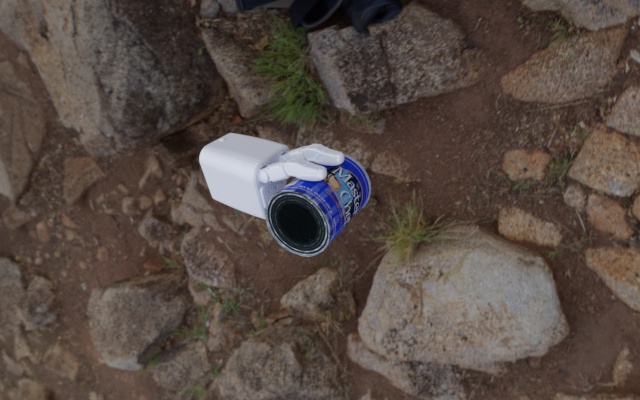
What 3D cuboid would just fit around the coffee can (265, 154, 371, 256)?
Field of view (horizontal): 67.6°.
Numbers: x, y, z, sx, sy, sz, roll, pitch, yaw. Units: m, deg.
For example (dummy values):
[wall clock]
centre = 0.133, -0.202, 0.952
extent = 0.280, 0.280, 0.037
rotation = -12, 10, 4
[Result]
[coffee can]
centre = 0.000, 0.002, 0.700
extent = 0.103, 0.103, 0.140
rotation = 0, 26, 31
